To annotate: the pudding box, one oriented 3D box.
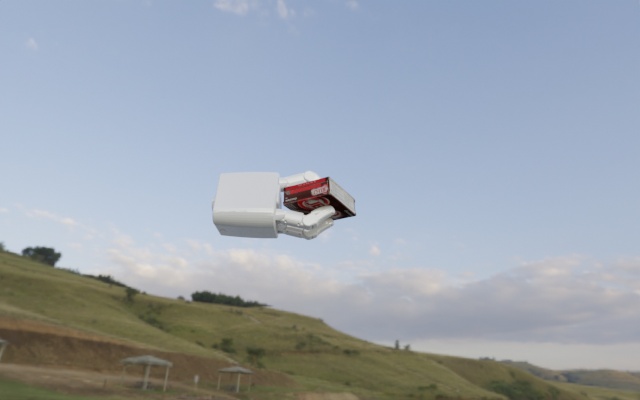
[{"bbox_3d":[0.000,0.003,0.839,0.090,0.039,0.113,-12,-24,25],"label":"pudding box"}]
